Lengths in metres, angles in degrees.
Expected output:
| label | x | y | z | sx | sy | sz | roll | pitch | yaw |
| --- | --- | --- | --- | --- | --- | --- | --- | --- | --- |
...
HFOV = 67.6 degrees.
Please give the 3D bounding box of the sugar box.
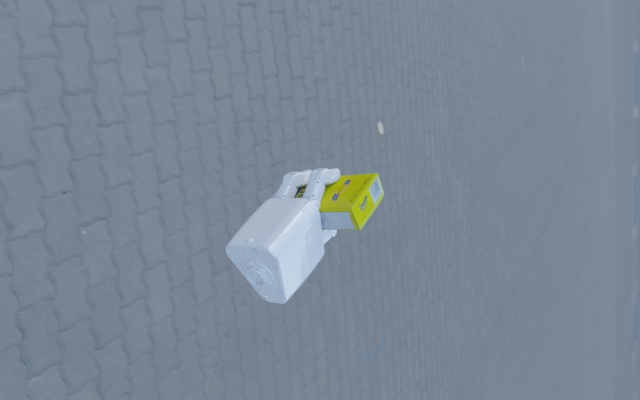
| label | x | y | z | sx | sy | sz | roll | pitch | yaw |
| --- | --- | --- | --- | --- | --- | --- | --- | --- | --- |
| sugar box | 0.000 | 0.002 | 0.733 | 0.176 | 0.048 | 0.093 | 0 | 35 | 35 |
